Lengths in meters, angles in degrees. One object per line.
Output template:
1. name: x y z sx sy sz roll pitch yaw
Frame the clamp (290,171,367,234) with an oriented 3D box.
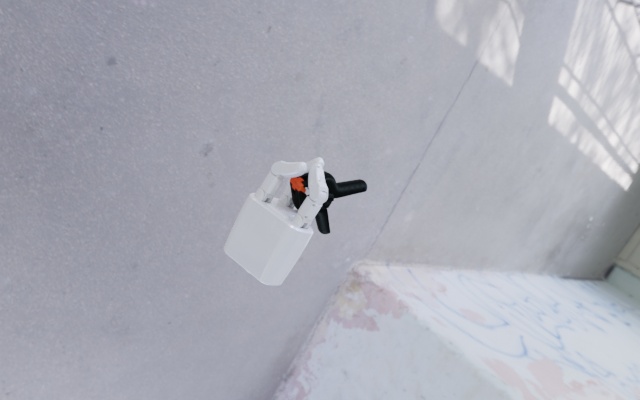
1. clamp: 0.000 0.003 0.800 0.171 0.120 0.039 15 20 -50
